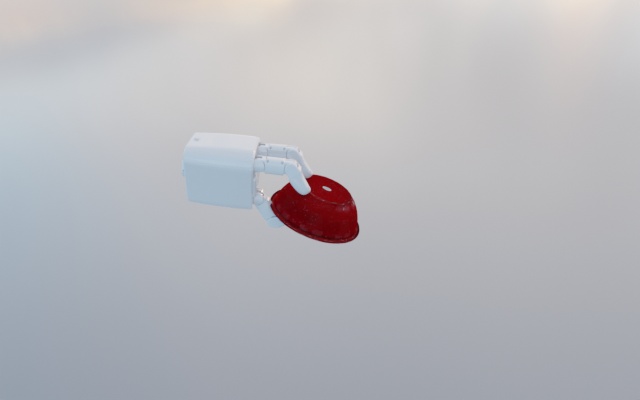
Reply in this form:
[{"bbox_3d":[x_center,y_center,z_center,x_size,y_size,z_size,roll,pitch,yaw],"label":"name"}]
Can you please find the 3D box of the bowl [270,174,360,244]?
[{"bbox_3d":[0.001,0.002,0.798,0.162,0.055,0.162,18,26,-9],"label":"bowl"}]
